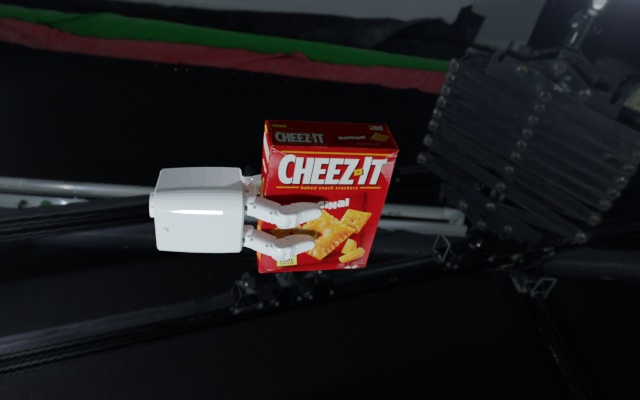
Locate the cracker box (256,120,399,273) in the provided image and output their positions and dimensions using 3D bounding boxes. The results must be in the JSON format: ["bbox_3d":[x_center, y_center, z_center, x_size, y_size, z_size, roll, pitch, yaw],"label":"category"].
[{"bbox_3d":[0.000,0.002,0.653,0.164,0.214,0.072,0,39,-14],"label":"cracker box"}]
